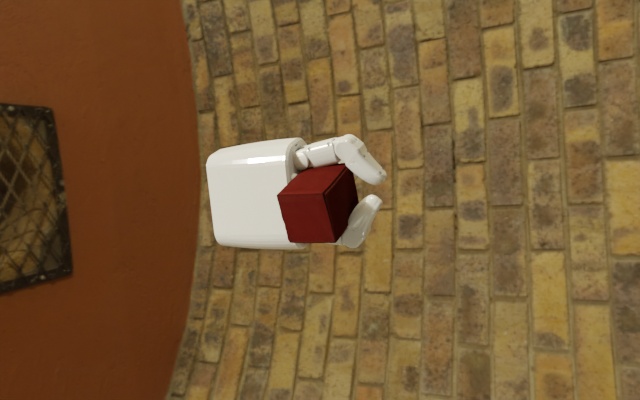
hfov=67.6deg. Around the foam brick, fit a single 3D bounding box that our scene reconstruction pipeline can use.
[{"bbox_3d":[0.000,0.002,0.471,0.051,0.053,0.078,-2,24,24],"label":"foam brick"}]
